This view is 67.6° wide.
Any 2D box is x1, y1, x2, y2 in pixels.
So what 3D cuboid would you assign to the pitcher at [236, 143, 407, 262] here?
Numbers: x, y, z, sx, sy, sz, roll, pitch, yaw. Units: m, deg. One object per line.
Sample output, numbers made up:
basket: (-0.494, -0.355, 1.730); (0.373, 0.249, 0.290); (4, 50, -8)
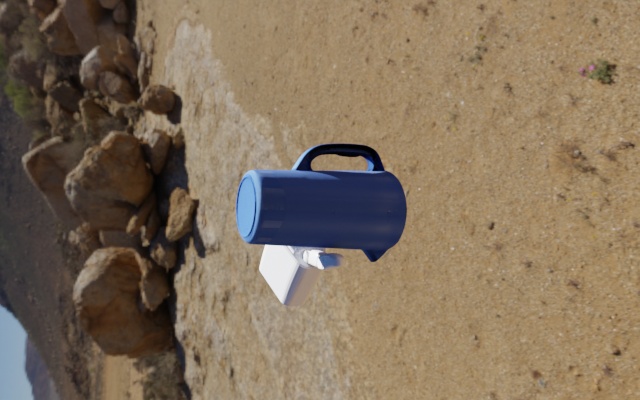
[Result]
pitcher: (0.000, 0.003, 0.738); (0.243, 0.145, 0.149); (3, 42, -27)
